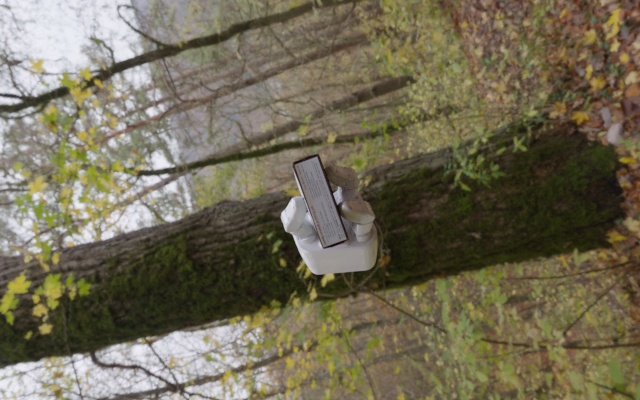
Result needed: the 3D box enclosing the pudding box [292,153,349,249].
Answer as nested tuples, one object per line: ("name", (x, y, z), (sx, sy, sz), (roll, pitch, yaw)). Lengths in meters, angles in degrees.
("pudding box", (0.000, 0.002, 0.606), (0.039, 0.113, 0.090), (-22, 0, -2))
